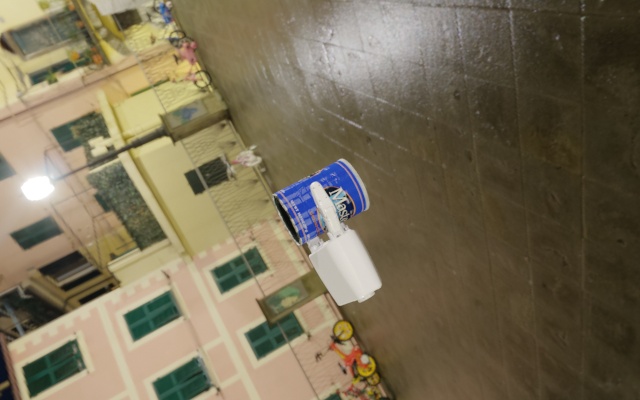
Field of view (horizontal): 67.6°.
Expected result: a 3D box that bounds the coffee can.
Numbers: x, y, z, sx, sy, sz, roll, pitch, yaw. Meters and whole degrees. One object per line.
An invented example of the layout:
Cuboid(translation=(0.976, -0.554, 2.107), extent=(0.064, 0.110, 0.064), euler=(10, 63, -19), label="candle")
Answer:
Cuboid(translation=(0.000, 0.003, 0.841), extent=(0.140, 0.103, 0.103), euler=(-28, 7, -13), label="coffee can")
